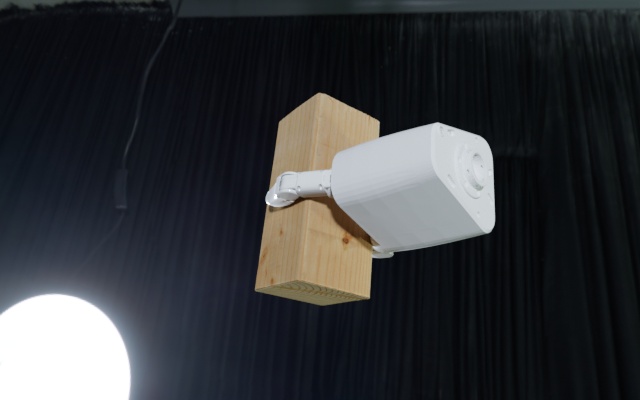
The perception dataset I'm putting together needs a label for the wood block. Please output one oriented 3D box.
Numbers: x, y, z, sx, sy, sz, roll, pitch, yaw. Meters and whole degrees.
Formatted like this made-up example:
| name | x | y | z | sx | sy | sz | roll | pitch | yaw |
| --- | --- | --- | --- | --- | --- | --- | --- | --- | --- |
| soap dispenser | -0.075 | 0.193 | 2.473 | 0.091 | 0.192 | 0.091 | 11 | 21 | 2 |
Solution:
| name | x | y | z | sx | sy | sz | roll | pitch | yaw |
| --- | --- | --- | --- | --- | --- | --- | --- | --- | --- |
| wood block | 0.000 | 0.002 | 0.528 | 0.091 | 0.206 | 0.090 | 20 | -25 | -31 |
